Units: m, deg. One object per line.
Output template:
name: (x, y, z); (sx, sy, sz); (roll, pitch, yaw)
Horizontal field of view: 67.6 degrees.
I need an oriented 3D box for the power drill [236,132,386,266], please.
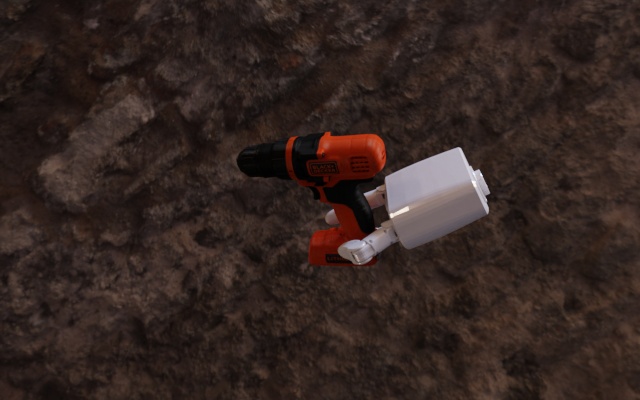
power drill: (0.000, 0.002, 0.608); (0.184, 0.188, 0.057); (-1, 41, 20)
